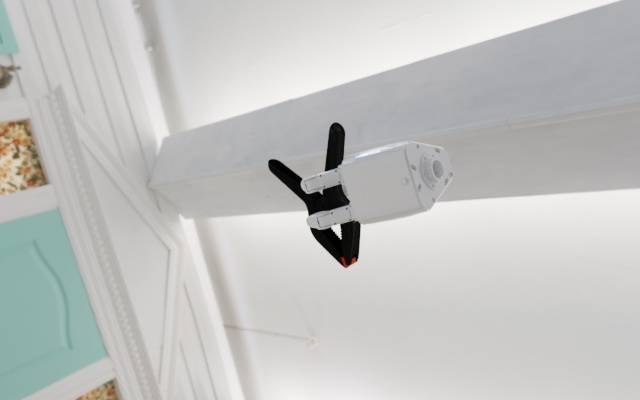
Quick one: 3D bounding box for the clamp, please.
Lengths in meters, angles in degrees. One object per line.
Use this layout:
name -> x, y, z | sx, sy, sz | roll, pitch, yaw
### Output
clamp -> 0.001, 0.003, 0.731 | 0.164, 0.210, 0.036 | -13, 6, 45
